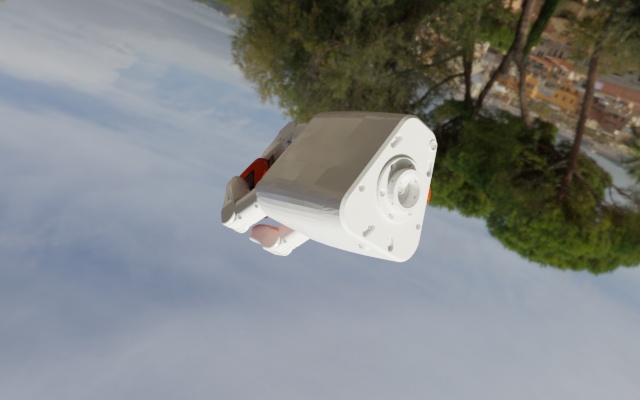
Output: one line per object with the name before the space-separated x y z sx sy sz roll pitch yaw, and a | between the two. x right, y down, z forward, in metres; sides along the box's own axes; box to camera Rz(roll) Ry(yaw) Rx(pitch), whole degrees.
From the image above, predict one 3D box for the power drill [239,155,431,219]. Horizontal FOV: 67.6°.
power drill | 0.000 0.002 0.535 0.187 0.057 0.184 2 -15 -24
